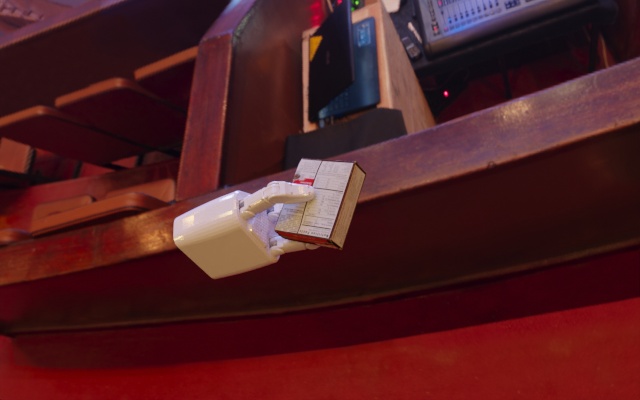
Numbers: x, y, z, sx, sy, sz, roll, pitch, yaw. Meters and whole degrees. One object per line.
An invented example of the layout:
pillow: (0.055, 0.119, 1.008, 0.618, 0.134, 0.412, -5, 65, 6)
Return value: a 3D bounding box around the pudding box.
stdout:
pudding box: (0.000, 0.002, 0.623, 0.090, 0.113, 0.039, 8, -19, 33)
